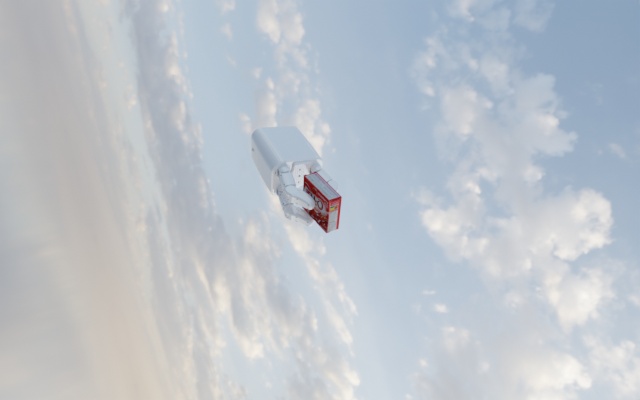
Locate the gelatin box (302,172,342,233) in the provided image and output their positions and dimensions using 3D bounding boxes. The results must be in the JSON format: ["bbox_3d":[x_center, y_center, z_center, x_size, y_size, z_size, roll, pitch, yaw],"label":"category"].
[{"bbox_3d":[0.001,0.003,0.850,0.030,0.073,0.089,-18,43,-27],"label":"gelatin box"}]
